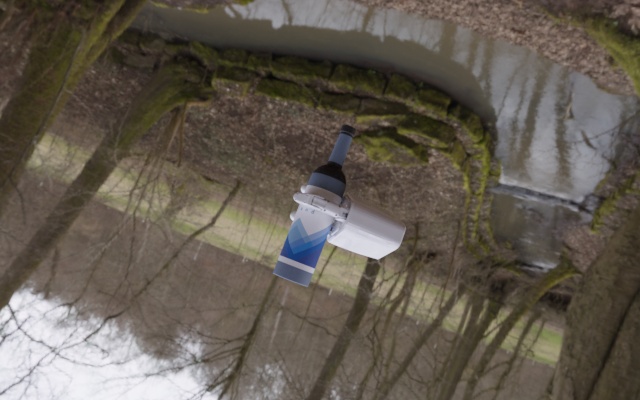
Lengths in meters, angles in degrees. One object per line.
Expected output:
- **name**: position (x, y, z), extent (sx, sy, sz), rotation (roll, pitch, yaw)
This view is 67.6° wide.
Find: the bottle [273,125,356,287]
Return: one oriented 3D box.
- **bottle**: position (0.000, 0.003, 0.853), extent (0.069, 0.295, 0.069), rotation (21, -8, 3)
